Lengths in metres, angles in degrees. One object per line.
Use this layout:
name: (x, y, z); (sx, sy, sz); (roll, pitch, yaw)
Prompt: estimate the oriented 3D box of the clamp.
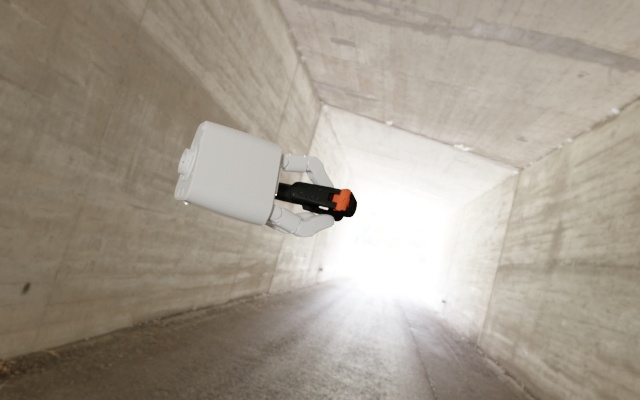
clamp: (0.000, 0.001, 0.668); (0.164, 0.036, 0.210); (19, -7, -26)
